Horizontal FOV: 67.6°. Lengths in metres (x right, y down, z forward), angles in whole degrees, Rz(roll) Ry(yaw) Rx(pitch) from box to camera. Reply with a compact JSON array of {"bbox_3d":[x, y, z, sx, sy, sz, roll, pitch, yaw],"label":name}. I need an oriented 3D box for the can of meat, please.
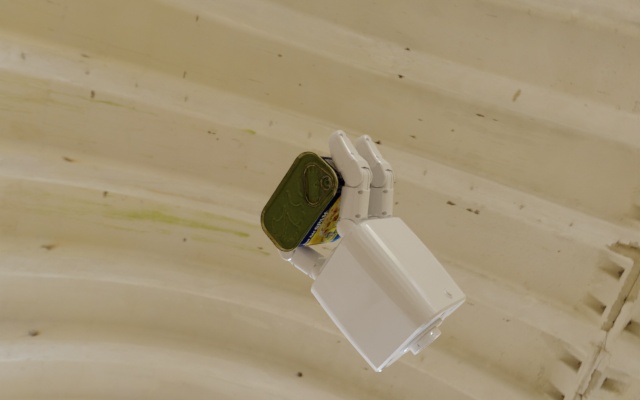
[{"bbox_3d":[0.000,0.002,0.498,0.057,0.102,0.084,46,25,26],"label":"can of meat"}]
